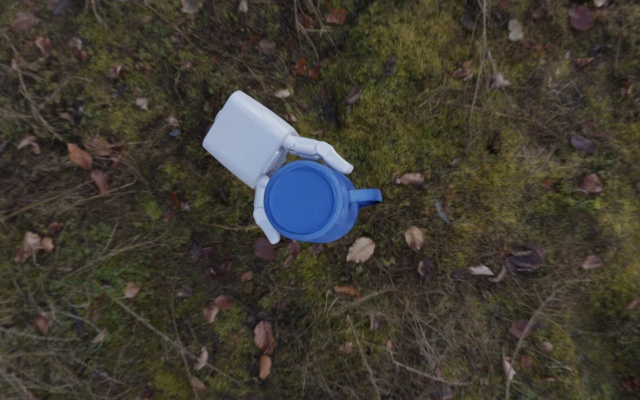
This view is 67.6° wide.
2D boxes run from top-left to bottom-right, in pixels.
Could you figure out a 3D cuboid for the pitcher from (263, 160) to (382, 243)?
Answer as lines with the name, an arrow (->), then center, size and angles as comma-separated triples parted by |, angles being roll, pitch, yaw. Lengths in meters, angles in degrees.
pitcher -> 0.000, 0.002, 0.741 | 0.145, 0.149, 0.243 | 39, 2, 6
